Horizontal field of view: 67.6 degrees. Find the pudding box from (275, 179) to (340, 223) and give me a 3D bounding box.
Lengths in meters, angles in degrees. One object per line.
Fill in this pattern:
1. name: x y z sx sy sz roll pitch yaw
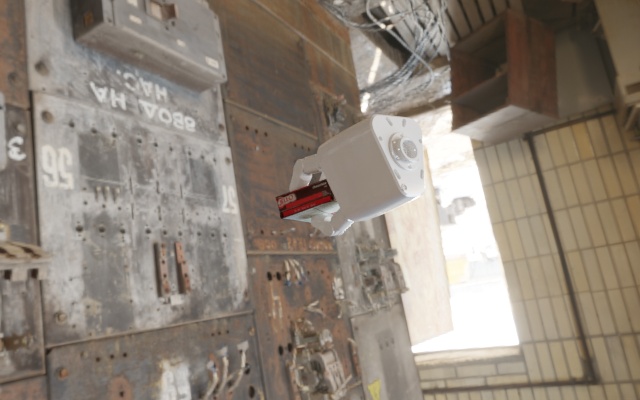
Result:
1. pudding box: 0.000 0.002 0.712 0.090 0.039 0.113 -18 -15 22
